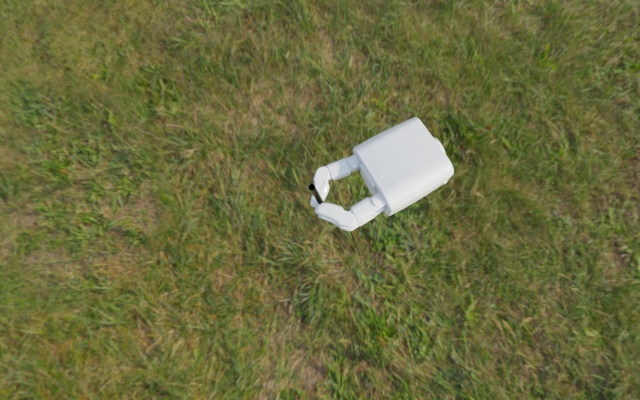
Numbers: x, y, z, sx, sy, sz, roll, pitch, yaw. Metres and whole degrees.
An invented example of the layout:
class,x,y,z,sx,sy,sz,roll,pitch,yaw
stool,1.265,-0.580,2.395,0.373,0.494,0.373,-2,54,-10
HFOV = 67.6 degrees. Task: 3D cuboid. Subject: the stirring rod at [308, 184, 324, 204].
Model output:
class,x,y,z,sx,sy,sz,roll,pitch,yaw
stirring rod,0.000,0.002,0.675,0.011,0.011,0.239,0,-9,5
